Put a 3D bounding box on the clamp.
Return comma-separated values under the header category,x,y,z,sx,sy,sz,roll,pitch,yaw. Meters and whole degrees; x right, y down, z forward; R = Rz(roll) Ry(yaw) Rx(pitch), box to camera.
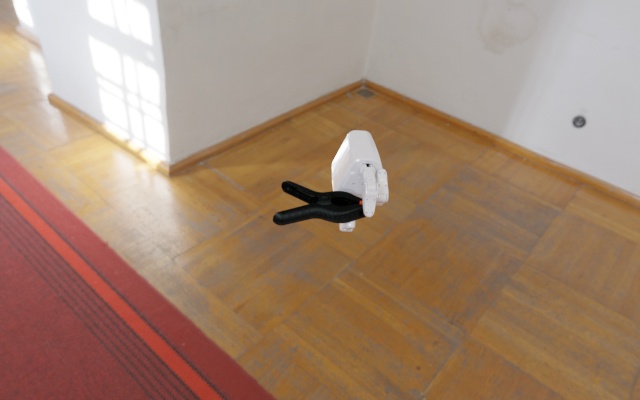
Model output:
category,x,y,z,sx,sy,sz,roll,pitch,yaw
clamp,0.000,0.002,0.859,0.171,0.039,0.120,2,41,-7
